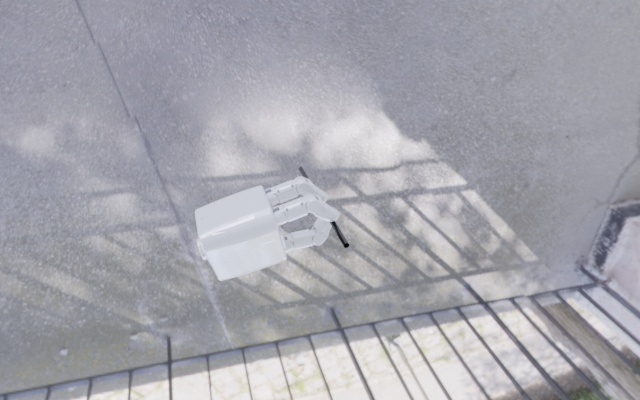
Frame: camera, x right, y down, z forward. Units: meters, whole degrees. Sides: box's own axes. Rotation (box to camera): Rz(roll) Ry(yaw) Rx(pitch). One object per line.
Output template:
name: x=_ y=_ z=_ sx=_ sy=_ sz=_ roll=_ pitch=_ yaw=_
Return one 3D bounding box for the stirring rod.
stirring rod: x=0.000 y=0.002 z=0.743 sx=0.011 sy=0.011 sz=0.239 roll=0 pitch=29 yaw=-20
